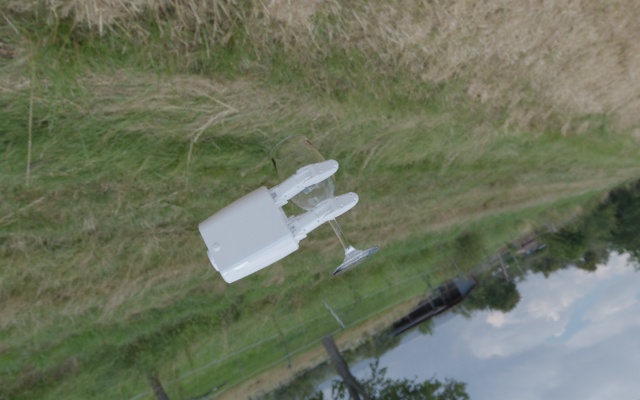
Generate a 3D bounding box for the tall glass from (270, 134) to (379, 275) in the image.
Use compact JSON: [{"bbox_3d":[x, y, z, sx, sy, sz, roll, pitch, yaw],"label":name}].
[{"bbox_3d":[0.001,0.003,0.686,0.079,0.201,0.079,-28,-17,-9],"label":"tall glass"}]
